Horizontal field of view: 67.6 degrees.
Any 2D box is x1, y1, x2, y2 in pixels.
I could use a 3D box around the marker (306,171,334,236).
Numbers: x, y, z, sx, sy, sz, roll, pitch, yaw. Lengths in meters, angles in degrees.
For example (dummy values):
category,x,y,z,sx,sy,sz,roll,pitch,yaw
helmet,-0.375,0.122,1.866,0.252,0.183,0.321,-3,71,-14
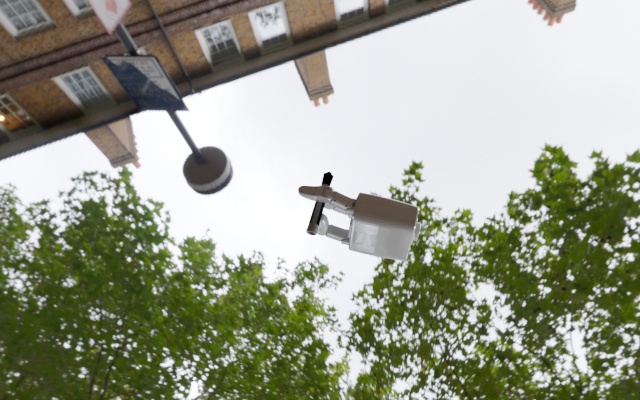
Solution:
category,x,y,z,sx,sy,sz,roll,pitch,yaw
marker,0.000,0.003,0.816,0.020,0.121,0.020,14,-26,7
